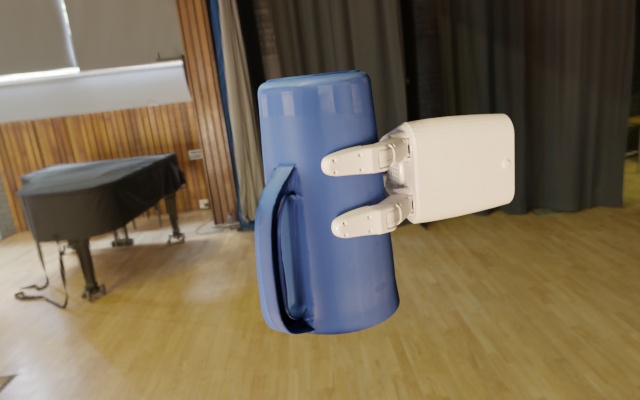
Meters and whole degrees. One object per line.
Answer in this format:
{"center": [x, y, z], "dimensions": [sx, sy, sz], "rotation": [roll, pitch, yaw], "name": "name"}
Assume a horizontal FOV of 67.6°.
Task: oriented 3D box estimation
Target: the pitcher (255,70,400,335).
{"center": [0.000, 0.002, 0.471], "dimensions": [0.145, 0.243, 0.149], "rotation": [-9, 14, -9], "name": "pitcher"}
